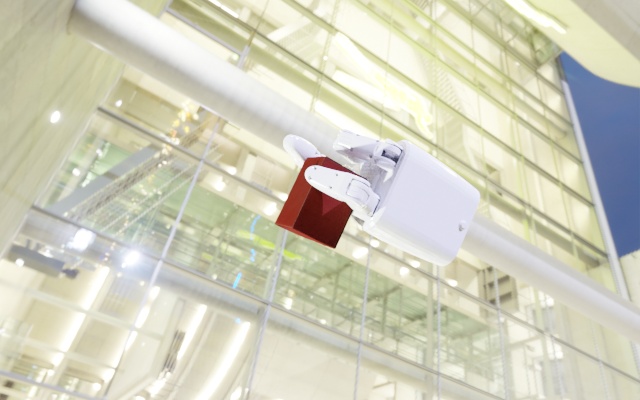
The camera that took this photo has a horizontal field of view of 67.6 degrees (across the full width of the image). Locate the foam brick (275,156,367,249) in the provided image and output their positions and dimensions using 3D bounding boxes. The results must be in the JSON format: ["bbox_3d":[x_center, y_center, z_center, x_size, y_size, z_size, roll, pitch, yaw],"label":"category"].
[{"bbox_3d":[0.000,0.002,0.473,0.051,0.078,0.053,28,-8,-22],"label":"foam brick"}]
